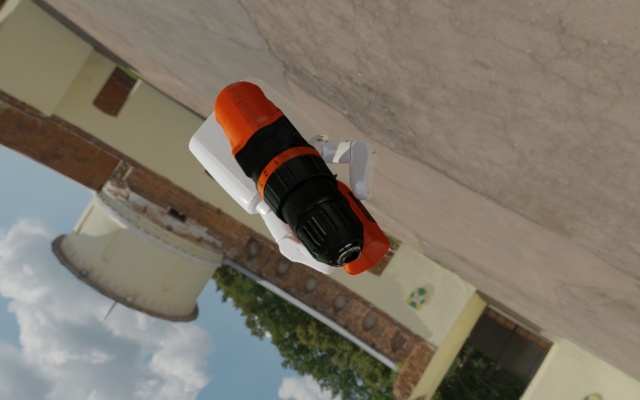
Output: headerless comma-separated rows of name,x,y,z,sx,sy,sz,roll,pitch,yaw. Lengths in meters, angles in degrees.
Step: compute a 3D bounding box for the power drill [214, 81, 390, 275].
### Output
power drill,0.000,0.001,0.407,0.057,0.184,0.188,-37,-33,3
